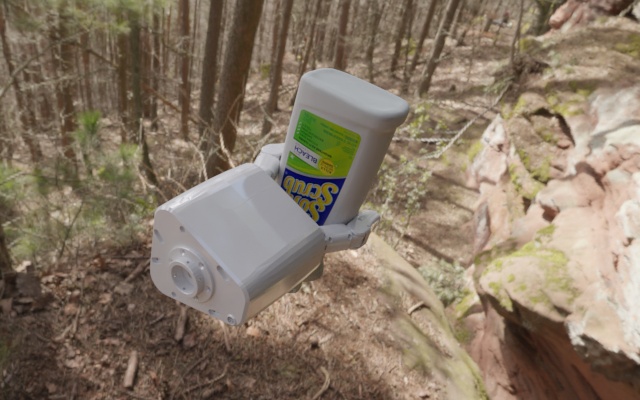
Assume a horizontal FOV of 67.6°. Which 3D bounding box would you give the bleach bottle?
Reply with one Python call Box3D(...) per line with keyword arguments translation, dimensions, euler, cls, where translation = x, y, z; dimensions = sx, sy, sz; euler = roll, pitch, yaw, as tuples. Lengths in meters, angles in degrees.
Box3D(translation=(0.000, 0.002, 0.491), dimensions=(0.102, 0.251, 0.068), euler=(30, 35, 20), cls="bleach bottle")
